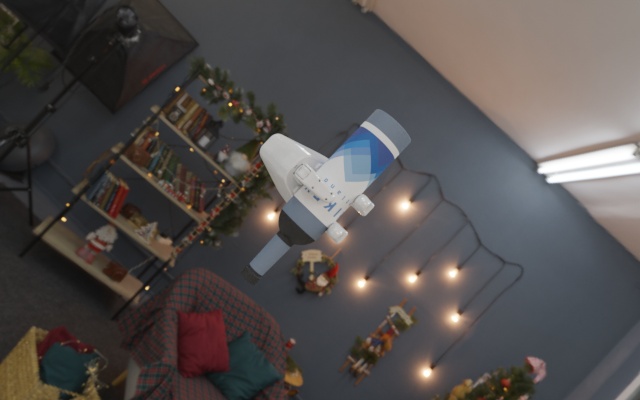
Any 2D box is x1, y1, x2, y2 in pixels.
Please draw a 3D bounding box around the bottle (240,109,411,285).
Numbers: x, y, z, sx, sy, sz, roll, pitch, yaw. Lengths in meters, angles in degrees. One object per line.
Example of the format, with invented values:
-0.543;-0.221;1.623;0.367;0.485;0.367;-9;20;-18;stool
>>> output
0.000;0.002;0.664;0.069;0.295;0.069;44;-1;1;bottle
